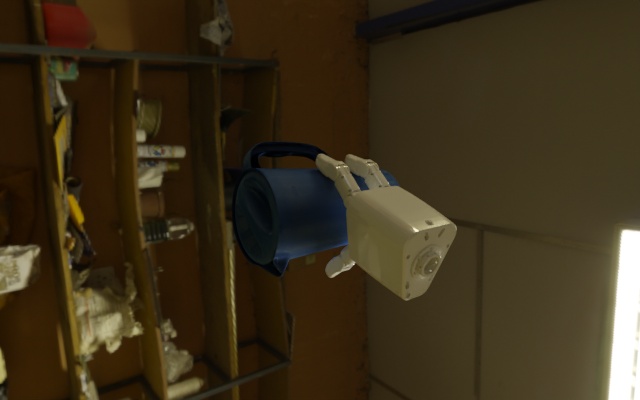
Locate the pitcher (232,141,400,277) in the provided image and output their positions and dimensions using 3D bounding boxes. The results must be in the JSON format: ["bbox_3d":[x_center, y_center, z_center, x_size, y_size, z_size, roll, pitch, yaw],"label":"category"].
[{"bbox_3d":[0.000,0.002,0.705,0.243,0.149,0.145,-7,30,-36],"label":"pitcher"}]
